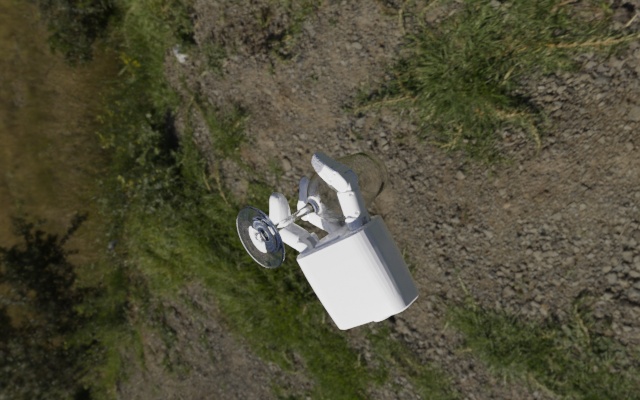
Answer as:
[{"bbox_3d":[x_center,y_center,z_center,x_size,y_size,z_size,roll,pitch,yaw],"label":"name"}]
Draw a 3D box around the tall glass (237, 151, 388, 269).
[{"bbox_3d":[0.000,0.002,0.576,0.079,0.079,0.201,0,23,46],"label":"tall glass"}]
